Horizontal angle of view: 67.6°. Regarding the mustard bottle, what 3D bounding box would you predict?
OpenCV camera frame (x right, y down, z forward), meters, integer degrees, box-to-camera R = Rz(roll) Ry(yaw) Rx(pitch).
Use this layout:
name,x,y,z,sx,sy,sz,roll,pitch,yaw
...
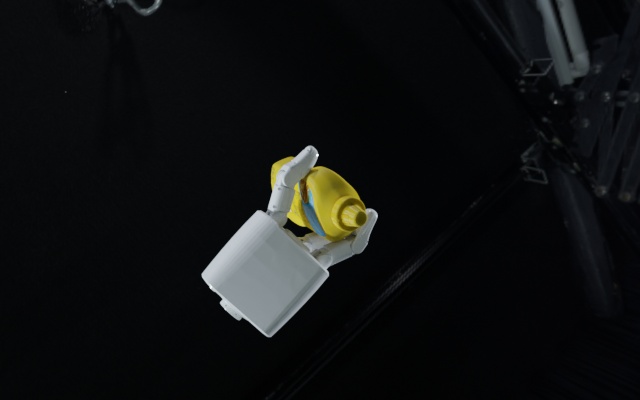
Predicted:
name,x,y,z,sx,sy,sz,roll,pitch,yaw
mustard bottle,0.000,0.002,0.612,0.058,0.096,0.191,-25,22,-21
